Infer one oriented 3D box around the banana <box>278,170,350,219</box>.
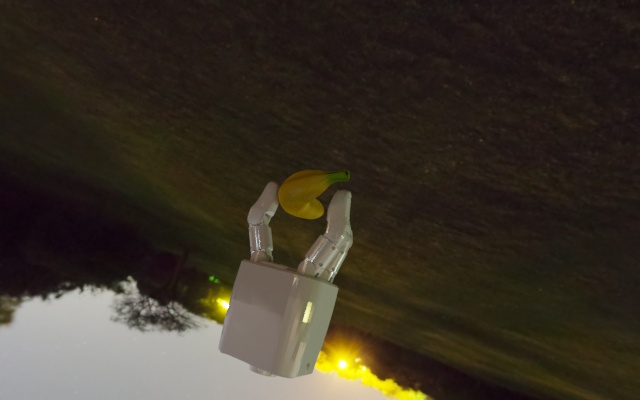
[{"bbox_3d":[-0.018,-0.002,0.579,0.069,0.037,0.198,10,-12,-6],"label":"banana"}]
